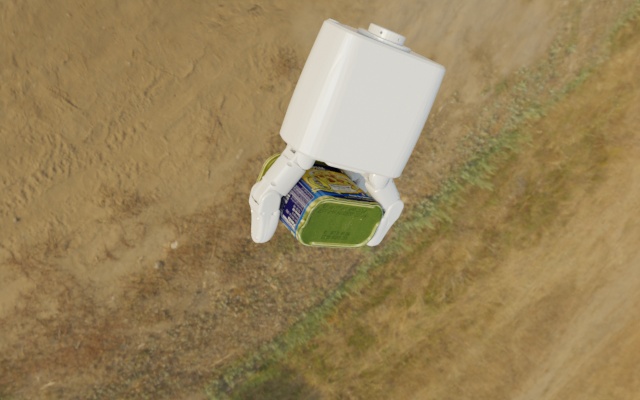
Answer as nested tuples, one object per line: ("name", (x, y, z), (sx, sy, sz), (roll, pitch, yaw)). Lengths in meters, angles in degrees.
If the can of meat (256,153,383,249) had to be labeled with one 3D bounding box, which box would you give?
("can of meat", (0.000, 0.002, 0.468), (0.102, 0.057, 0.084), (7, 27, -42))
